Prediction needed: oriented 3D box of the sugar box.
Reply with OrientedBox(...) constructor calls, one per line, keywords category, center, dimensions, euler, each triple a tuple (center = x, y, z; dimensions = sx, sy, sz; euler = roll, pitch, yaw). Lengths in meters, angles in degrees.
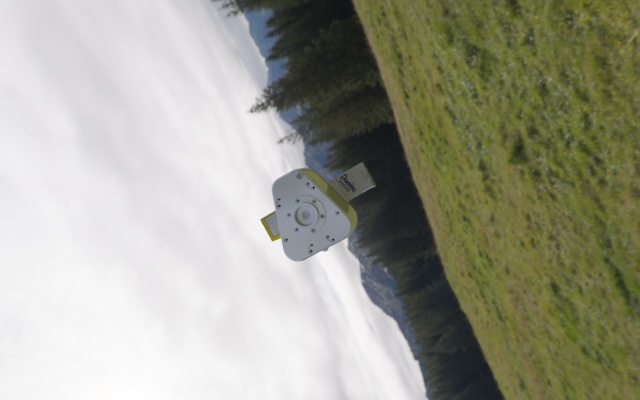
OrientedBox(category="sugar box", center=(0.000, 0.003, 0.741), dimensions=(0.176, 0.048, 0.093), euler=(-27, -2, 7))
